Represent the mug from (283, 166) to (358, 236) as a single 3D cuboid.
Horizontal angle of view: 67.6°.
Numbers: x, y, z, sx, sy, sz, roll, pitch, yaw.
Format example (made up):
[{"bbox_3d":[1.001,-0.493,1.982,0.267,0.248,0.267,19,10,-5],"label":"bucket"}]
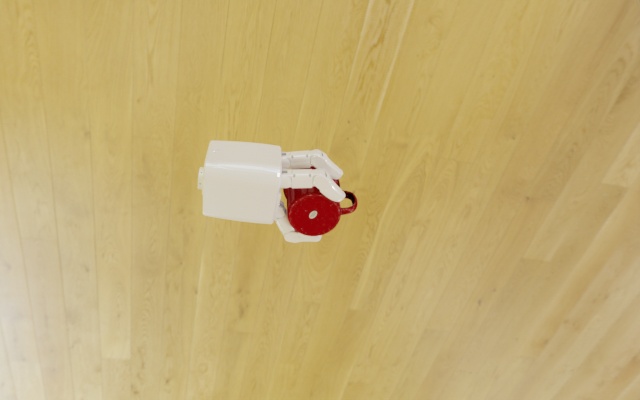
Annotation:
[{"bbox_3d":[0.002,0.003,0.746,0.117,0.093,0.081,4,34,-8],"label":"mug"}]
